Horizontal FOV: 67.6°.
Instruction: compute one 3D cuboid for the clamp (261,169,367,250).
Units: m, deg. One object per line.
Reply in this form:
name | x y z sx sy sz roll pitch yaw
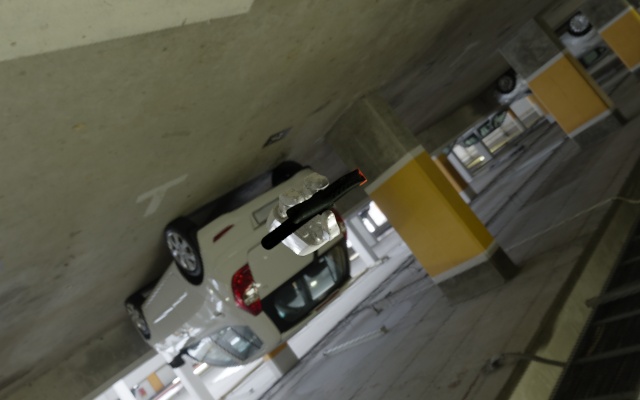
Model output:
clamp | 0.001 0.003 0.791 0.210 0.036 0.164 -35 -4 -23
